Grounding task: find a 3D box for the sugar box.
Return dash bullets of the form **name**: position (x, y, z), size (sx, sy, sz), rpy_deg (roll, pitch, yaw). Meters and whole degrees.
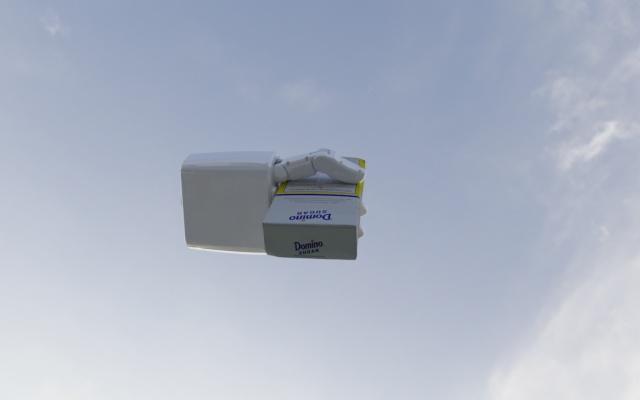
- **sugar box**: position (0.000, 0.002, 0.533), size (0.093, 0.048, 0.176), rpy_deg (2, 29, 8)
